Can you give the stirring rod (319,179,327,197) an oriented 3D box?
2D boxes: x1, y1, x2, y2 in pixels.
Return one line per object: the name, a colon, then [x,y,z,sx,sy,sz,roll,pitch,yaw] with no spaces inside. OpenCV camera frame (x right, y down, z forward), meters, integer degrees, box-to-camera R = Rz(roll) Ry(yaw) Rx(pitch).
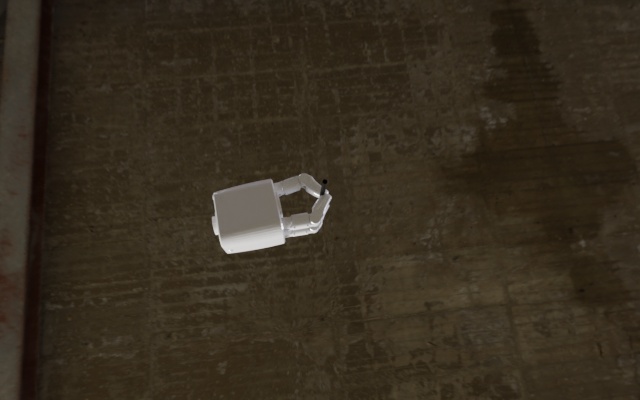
stirring rod: [0.000,0.003,0.867,0.011,0.011,0.239,0,-16,-3]
